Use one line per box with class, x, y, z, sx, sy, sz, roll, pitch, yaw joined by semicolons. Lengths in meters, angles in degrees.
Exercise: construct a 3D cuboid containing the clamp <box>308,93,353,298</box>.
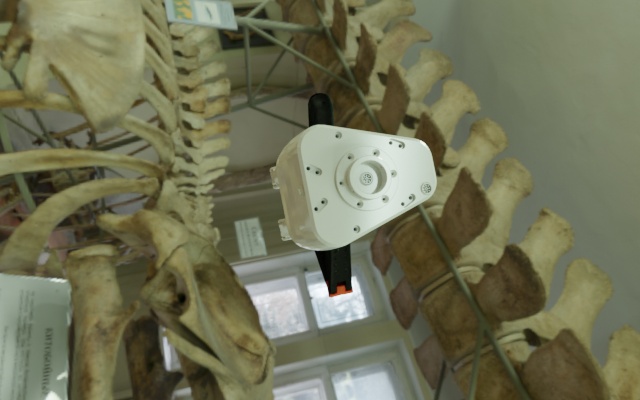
clamp;0.001;0.002;0.544;0.036;0.210;0.164;-10;-2;-13
